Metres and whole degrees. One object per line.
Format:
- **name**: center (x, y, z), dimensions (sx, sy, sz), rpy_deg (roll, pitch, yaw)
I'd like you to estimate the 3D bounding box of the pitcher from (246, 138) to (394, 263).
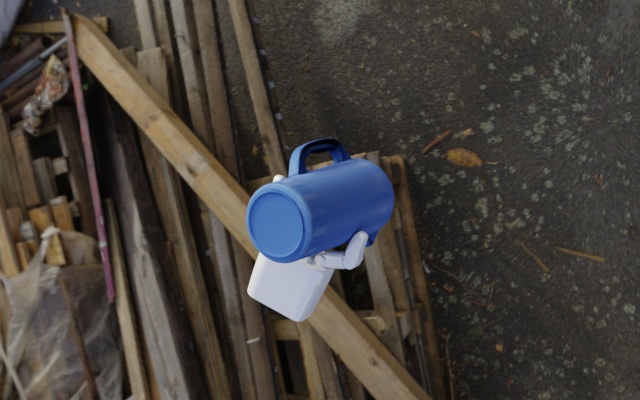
- **pitcher**: center (0.000, 0.003, 0.715), dimensions (0.149, 0.145, 0.243), rpy_deg (33, 24, 23)
